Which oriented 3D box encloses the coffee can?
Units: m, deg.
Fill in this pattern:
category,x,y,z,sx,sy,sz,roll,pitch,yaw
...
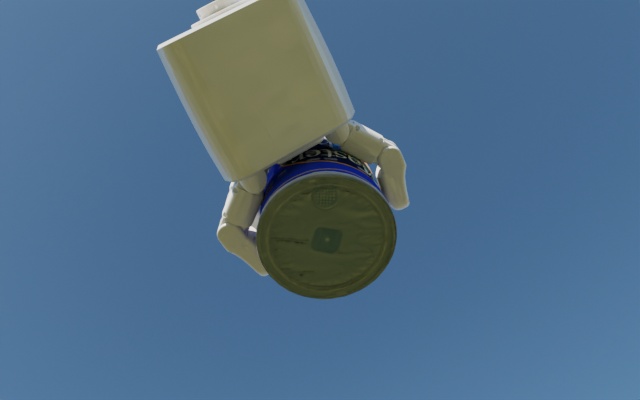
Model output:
category,x,y,z,sx,sy,sz,roll,pitch,yaw
coffee can,0.000,0.002,0.407,0.103,0.103,0.140,0,24,-4
